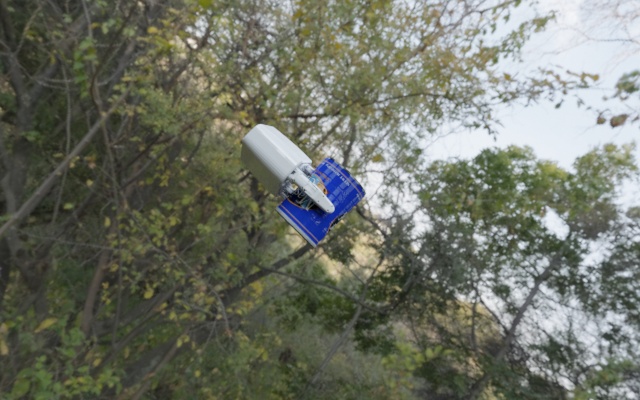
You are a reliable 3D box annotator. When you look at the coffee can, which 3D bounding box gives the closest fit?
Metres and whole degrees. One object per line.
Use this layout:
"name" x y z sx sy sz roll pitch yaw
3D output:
"coffee can" 0.000 0.003 0.888 0.103 0.140 0.103 44 -5 5
